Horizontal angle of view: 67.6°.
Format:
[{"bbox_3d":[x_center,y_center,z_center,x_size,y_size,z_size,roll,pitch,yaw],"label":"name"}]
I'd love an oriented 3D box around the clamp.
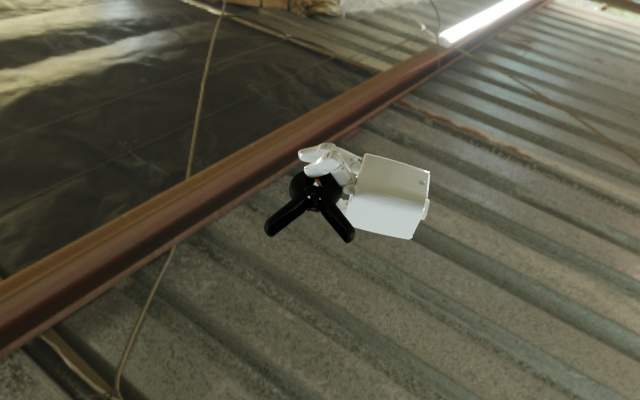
[{"bbox_3d":[0.000,0.003,0.685,0.120,0.039,0.171,15,40,6],"label":"clamp"}]
